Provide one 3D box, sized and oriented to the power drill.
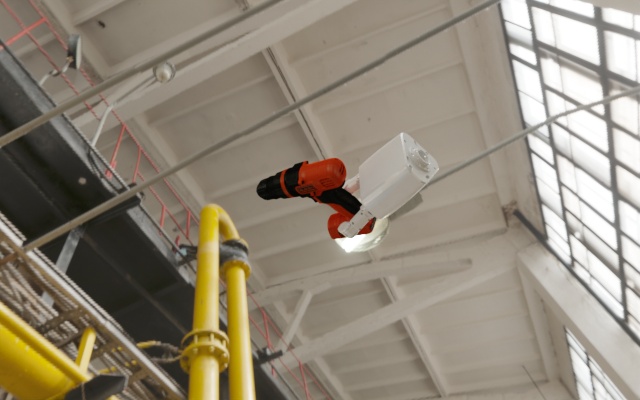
[{"bbox_3d":[0.001,0.003,0.863,0.184,0.057,0.188,-11,-37,36],"label":"power drill"}]
